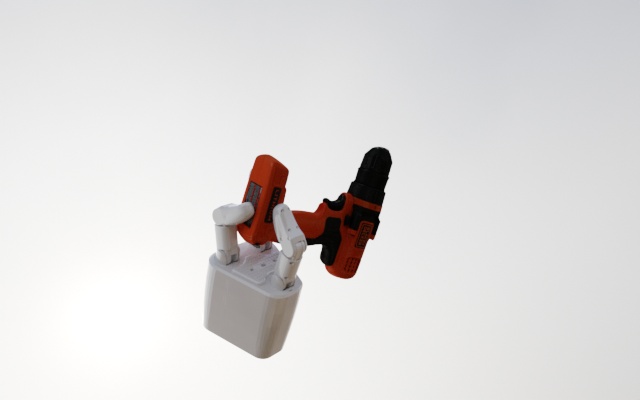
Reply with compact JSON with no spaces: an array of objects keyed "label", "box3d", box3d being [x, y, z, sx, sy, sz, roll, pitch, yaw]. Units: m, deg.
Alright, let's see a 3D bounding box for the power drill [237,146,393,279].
[{"label":"power drill","box3d":[0.000,0.002,0.600,0.188,0.184,0.057,15,4,-33]}]
